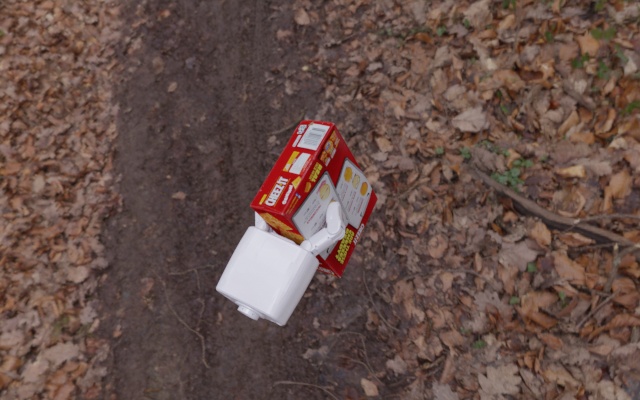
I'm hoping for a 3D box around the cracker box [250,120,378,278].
[{"bbox_3d":[0.000,0.002,0.763,0.072,0.164,0.214,14,-24,34],"label":"cracker box"}]
